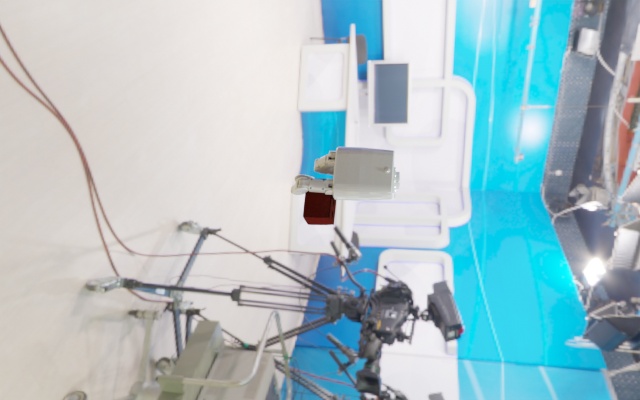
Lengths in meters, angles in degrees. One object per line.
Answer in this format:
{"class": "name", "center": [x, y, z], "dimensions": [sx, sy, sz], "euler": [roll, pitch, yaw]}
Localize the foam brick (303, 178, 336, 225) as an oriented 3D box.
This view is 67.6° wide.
{"class": "foam brick", "center": [0.000, 0.003, 0.889], "dimensions": [0.051, 0.078, 0.053], "euler": [3, -17, 11]}
